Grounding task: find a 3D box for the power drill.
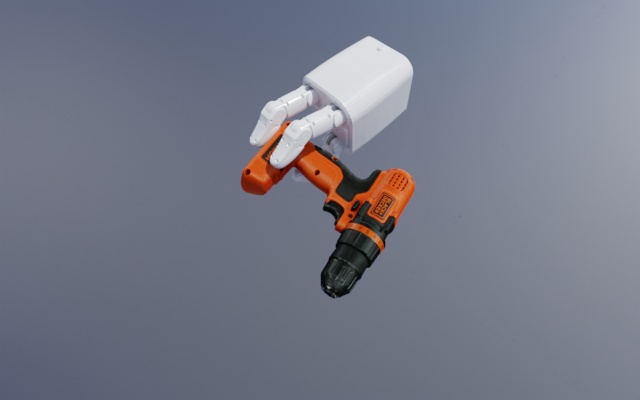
[{"bbox_3d":[0.000,0.001,0.577,0.187,0.184,0.057,32,-28,7],"label":"power drill"}]
